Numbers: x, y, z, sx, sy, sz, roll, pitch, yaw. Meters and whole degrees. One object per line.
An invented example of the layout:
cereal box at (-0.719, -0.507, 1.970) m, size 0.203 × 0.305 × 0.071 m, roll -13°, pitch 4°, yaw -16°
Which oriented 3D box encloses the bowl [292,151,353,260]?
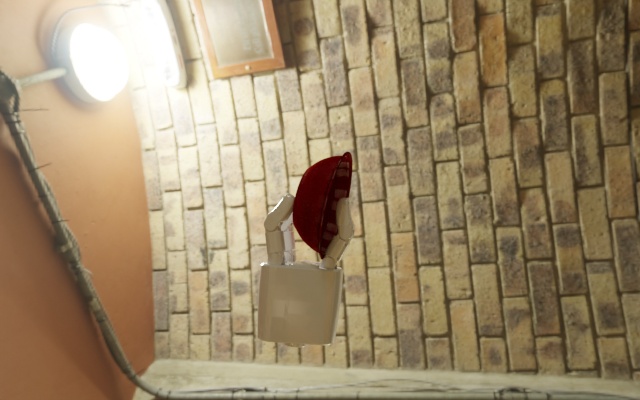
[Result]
bowl at (0.000, 0.001, 0.697) m, size 0.055 × 0.162 × 0.162 m, roll 14°, pitch 3°, yaw 13°
